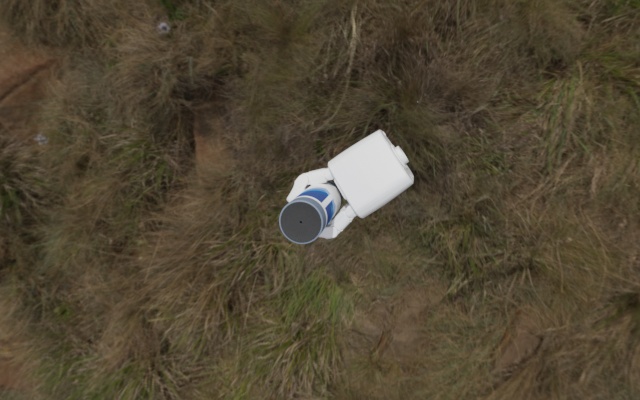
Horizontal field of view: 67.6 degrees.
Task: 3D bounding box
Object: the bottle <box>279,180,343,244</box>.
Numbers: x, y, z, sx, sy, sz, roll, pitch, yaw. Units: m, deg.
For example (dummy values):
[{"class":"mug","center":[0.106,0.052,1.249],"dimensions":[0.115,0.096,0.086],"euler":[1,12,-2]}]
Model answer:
[{"class":"bottle","center":[0.000,0.003,0.836],"dimensions":[0.069,0.069,0.295],"euler":[0,11,12]}]
